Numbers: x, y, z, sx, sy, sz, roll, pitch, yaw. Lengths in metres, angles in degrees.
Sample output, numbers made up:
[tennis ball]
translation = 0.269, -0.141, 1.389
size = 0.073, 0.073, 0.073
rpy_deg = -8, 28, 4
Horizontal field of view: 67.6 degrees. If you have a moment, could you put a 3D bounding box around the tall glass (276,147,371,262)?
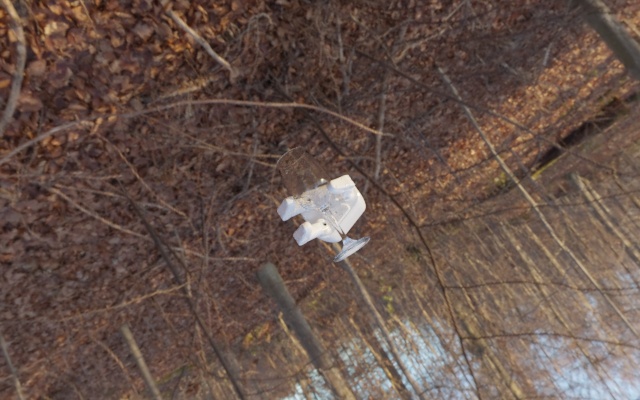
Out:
[tall glass]
translation = 0.001, 0.003, 0.827
size = 0.079, 0.201, 0.079
rpy_deg = -31, -16, -10
